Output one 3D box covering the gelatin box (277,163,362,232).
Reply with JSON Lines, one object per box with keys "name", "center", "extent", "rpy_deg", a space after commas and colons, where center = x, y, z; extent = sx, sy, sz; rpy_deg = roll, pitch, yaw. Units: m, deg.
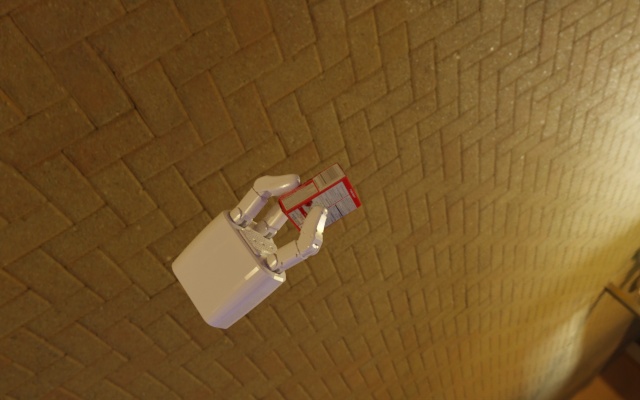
{"name": "gelatin box", "center": [0.001, 0.002, 0.602], "extent": [0.089, 0.030, 0.073], "rpy_deg": [-31, -36, 2]}
